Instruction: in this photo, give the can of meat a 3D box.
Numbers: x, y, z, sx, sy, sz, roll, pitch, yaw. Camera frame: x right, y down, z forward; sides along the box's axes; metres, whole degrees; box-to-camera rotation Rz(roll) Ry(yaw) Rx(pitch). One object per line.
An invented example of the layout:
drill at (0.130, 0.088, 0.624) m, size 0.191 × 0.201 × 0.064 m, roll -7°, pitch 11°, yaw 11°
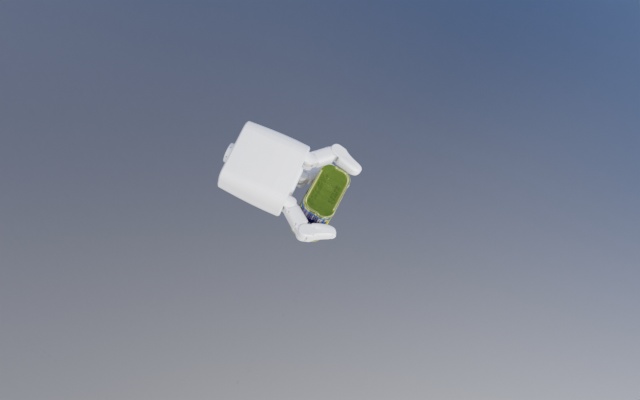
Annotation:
can of meat at (0.000, 0.002, 0.762) m, size 0.057 × 0.102 × 0.084 m, roll 28°, pitch -33°, yaw -1°
